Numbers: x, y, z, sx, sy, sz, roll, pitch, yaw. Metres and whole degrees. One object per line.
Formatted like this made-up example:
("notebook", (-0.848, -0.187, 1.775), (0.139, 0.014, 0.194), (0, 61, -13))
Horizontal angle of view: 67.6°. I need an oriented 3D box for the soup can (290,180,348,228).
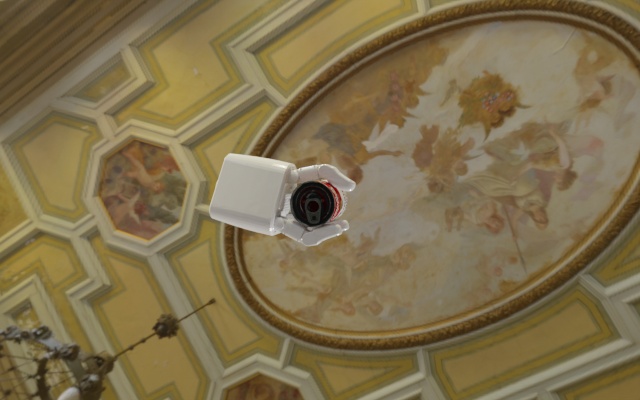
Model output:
("soup can", (0.001, 0.002, 0.734), (0.068, 0.068, 0.102), (0, 3, 14))
